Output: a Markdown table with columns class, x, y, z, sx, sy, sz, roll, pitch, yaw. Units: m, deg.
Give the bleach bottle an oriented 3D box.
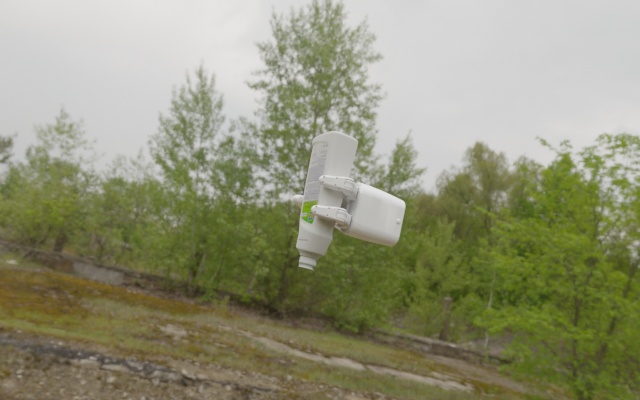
| class | x | y | z | sx | sy | sz | roll | pitch | yaw |
| --- | --- | --- | --- | --- | --- | --- | --- | --- | --- |
| bleach bottle | 0.000 | 0.003 | 0.884 | 0.068 | 0.250 | 0.102 | 19 | -12 | -24 |
